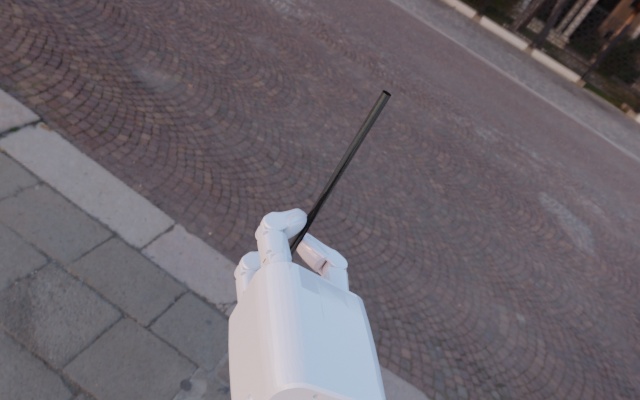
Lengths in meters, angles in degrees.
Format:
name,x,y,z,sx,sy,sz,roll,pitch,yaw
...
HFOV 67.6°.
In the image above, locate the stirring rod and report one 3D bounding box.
name,x,y,z,sx,sy,sz,roll,pitch,yaw
stirring rod,0.000,0.002,0.445,0.011,0.240,0.011,22,33,-15
